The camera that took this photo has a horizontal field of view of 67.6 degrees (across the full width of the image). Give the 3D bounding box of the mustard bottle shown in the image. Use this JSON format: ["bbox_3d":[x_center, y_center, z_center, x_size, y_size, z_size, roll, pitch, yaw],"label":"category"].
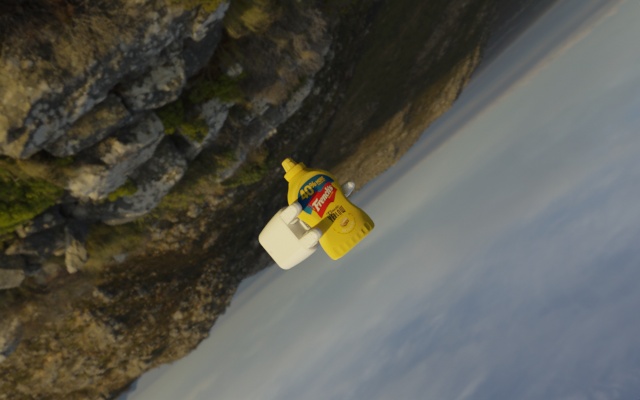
[{"bbox_3d":[0.000,0.003,0.835,0.096,0.191,0.058,-39,-3,-18],"label":"mustard bottle"}]
